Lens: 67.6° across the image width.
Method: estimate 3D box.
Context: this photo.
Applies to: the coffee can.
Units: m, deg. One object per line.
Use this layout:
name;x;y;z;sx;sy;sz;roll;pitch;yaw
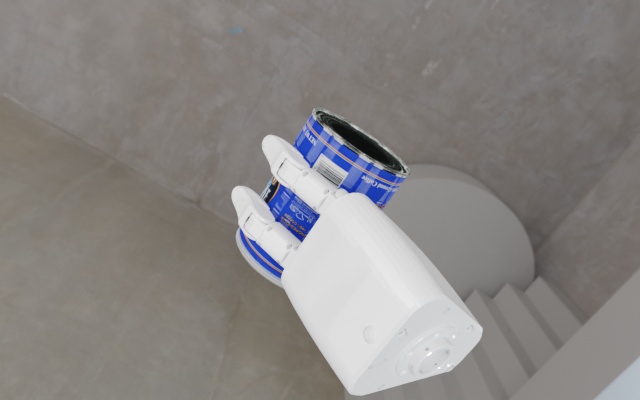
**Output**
coffee can;0.000;0.001;0.443;0.103;0.140;0.102;30;19;-11
